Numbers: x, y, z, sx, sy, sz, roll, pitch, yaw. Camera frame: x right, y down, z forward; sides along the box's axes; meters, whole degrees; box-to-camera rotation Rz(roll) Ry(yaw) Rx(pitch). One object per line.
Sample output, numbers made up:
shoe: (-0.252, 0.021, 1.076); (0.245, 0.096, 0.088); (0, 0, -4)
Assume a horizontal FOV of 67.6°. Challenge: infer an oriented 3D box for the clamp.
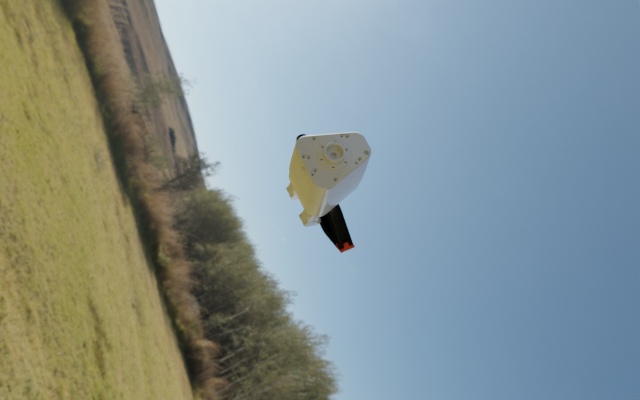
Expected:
clamp: (0.001, 0.003, 0.869); (0.036, 0.210, 0.165); (-22, -17, -15)
